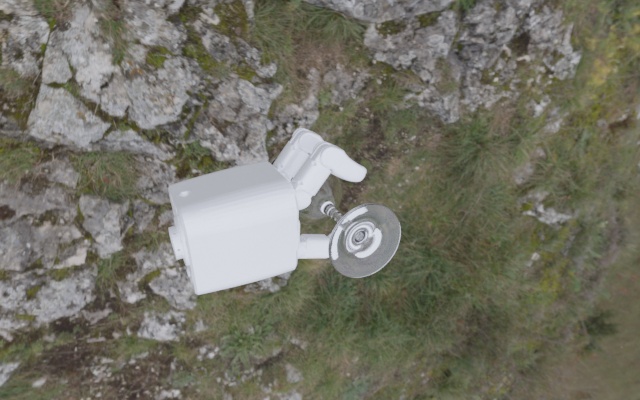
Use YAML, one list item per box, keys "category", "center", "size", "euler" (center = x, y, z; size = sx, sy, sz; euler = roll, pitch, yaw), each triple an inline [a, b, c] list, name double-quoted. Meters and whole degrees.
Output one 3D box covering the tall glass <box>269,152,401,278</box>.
- category: "tall glass"
  center: [0.001, 0.002, 0.513]
  size: [0.079, 0.079, 0.201]
  euler: [0, 21, -26]
